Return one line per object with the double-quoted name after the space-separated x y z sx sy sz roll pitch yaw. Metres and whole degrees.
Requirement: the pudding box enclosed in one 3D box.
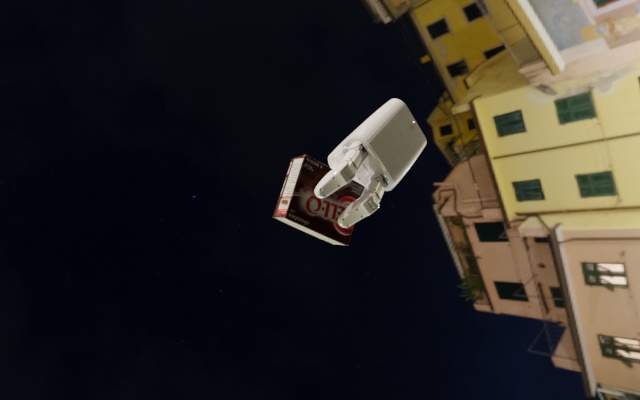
0.000 0.002 0.651 0.113 0.090 0.039 25 -17 -30 "pudding box"
